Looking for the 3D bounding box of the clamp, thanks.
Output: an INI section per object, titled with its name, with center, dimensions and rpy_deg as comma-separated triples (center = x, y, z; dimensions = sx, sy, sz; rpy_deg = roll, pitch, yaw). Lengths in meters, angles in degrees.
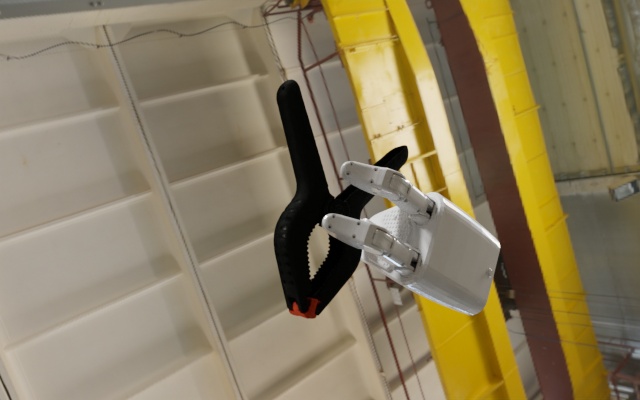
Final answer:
[clamp]
center = 0.000, 0.002, 0.451
dimensions = 0.164, 0.210, 0.036
rpy_deg = 30, -20, -29
